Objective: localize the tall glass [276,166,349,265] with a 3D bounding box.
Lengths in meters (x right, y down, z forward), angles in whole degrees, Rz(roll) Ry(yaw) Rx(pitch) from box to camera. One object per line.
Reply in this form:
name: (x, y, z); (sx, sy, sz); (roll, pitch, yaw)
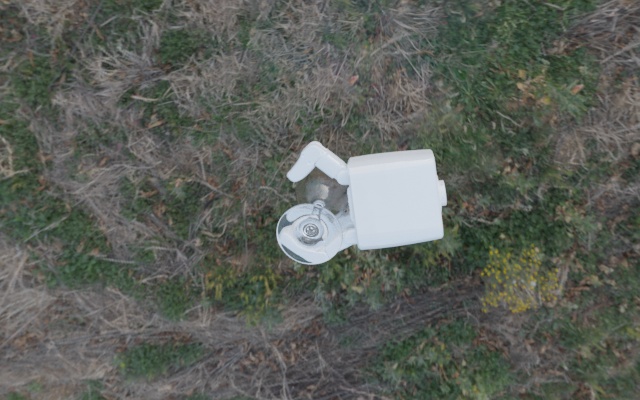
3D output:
tall glass: (0.000, 0.002, 0.617); (0.079, 0.079, 0.201); (0, 21, 7)
